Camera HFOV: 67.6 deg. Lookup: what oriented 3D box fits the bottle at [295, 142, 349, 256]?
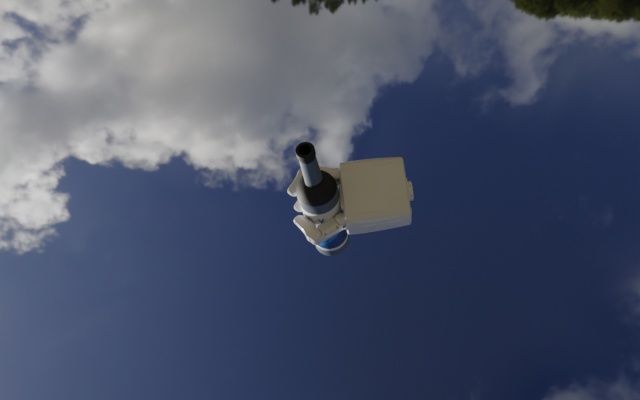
[{"bbox_3d":[0.000,0.003,0.785,0.069,0.069,0.296,0,-30,10],"label":"bottle"}]
